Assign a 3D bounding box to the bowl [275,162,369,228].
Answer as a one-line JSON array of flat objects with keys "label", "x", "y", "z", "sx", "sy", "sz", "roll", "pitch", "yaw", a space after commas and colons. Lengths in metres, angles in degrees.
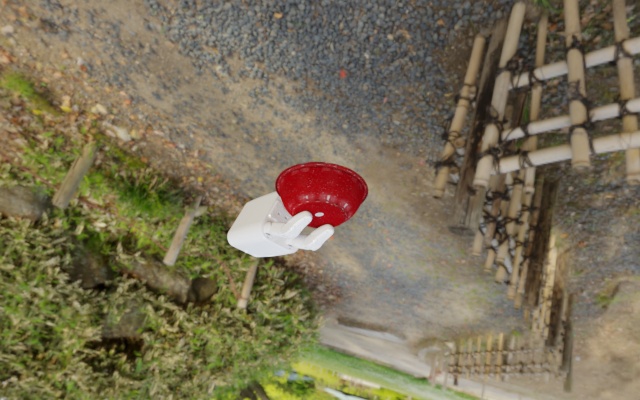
[{"label": "bowl", "x": 0.001, "y": 0.002, "z": 0.810, "sx": 0.162, "sy": 0.055, "sz": 0.162, "roll": 3, "pitch": -32, "yaw": 2}]
